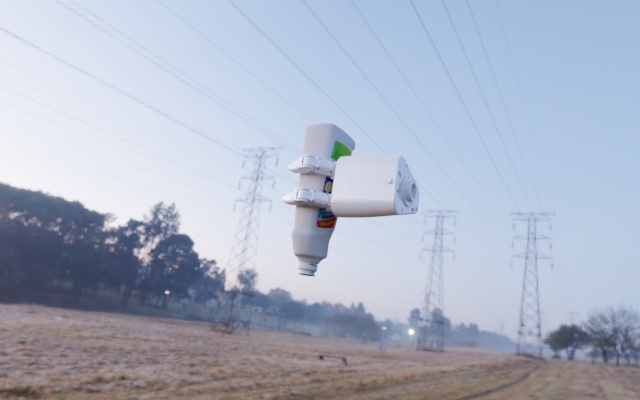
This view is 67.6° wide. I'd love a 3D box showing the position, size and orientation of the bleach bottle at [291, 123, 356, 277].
[{"bbox_3d":[0.000,0.003,0.805,0.068,0.250,0.102,0,-17,30],"label":"bleach bottle"}]
